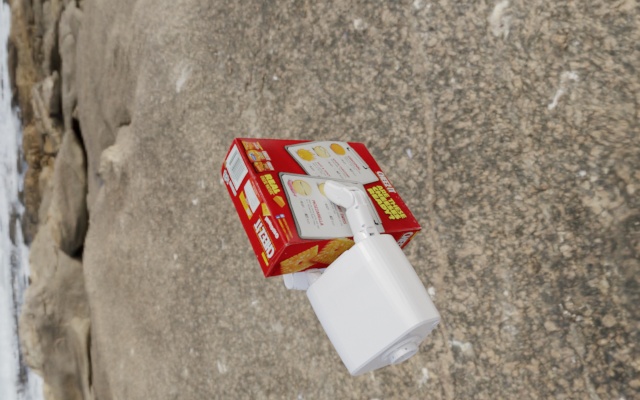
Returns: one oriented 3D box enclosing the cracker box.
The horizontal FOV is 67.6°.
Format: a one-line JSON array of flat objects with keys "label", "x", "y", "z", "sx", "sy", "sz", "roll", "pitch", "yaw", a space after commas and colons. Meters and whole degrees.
[{"label": "cracker box", "x": 0.000, "y": 0.002, "z": 0.611, "sx": 0.213, "sy": 0.164, "sz": 0.072, "roll": -3, "pitch": -39, "yaw": -38}]
